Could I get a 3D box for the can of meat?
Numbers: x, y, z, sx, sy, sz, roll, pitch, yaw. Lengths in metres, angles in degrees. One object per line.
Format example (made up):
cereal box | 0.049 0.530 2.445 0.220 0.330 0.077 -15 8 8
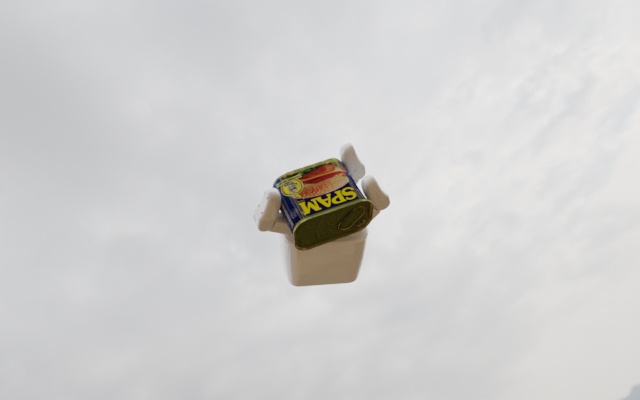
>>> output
can of meat | 0.000 0.002 0.584 0.102 0.084 0.057 -18 -39 -15
